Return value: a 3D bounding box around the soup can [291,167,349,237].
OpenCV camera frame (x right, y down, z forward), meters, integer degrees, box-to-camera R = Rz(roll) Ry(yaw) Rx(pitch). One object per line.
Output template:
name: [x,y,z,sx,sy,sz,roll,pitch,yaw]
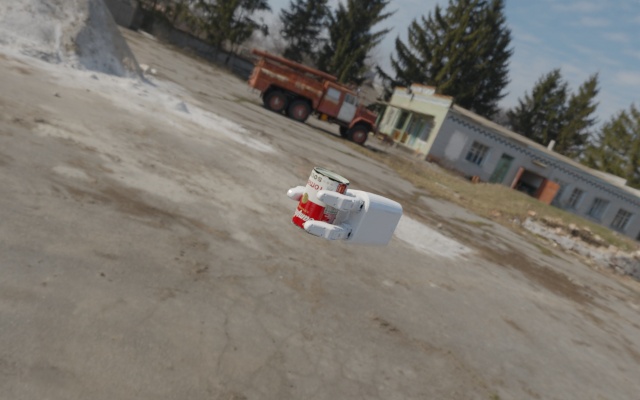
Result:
soup can: [0.000,0.002,0.815,0.068,0.102,0.068,22,11,-5]
